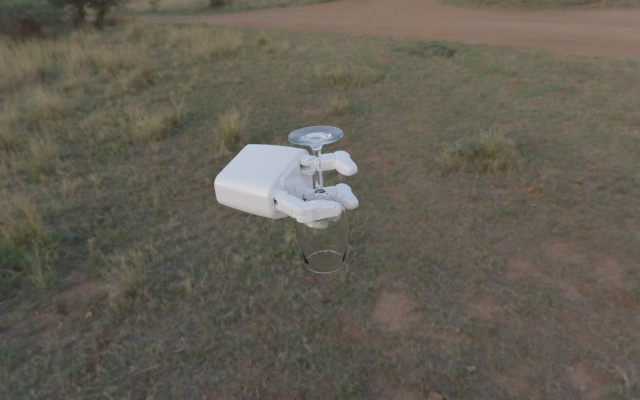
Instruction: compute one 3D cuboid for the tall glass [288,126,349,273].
[{"bbox_3d":[0.000,0.002,0.673,0.079,0.201,0.079,-4,26,2],"label":"tall glass"}]
